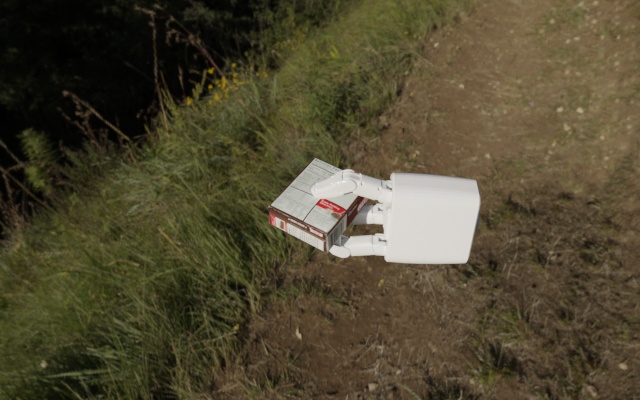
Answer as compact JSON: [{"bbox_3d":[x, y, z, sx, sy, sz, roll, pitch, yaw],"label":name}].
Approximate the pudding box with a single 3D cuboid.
[{"bbox_3d":[0.000,0.002,0.619,0.090,0.039,0.113,25,50,21],"label":"pudding box"}]
